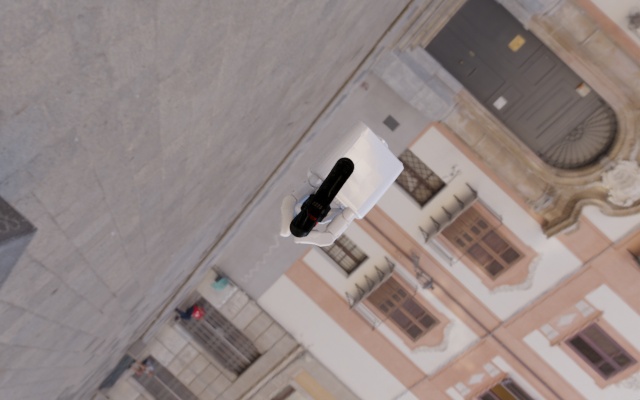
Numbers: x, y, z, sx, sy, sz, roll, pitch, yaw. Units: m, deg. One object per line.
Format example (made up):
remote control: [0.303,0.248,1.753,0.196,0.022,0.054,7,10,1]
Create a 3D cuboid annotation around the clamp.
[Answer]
clamp: [0.000,0.003,0.657,0.039,0.120,0.171,42,-6,0]
